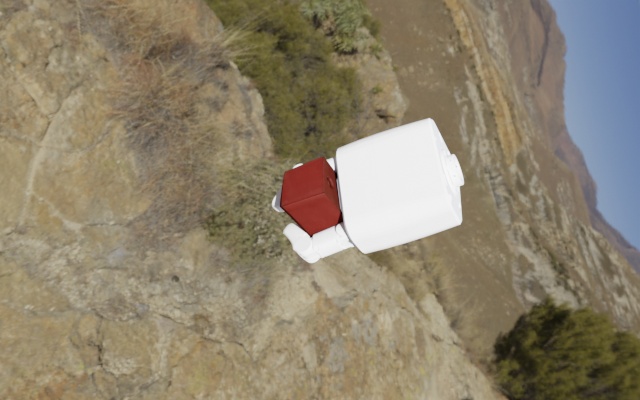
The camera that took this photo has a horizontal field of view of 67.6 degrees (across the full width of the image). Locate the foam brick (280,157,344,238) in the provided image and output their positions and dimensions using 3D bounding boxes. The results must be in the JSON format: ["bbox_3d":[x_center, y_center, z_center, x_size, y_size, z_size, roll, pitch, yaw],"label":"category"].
[{"bbox_3d":[0.000,0.002,0.513,0.051,0.053,0.078,-20,-45,23],"label":"foam brick"}]
